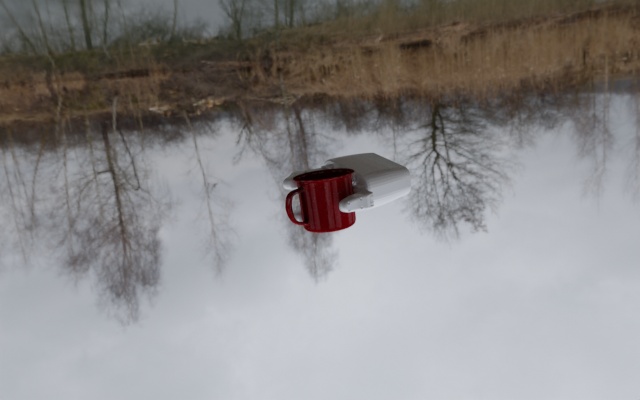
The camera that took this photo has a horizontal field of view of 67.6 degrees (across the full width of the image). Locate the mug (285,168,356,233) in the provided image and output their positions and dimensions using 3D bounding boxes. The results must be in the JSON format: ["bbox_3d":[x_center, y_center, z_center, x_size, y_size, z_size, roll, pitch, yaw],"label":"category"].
[{"bbox_3d":[-0.001,0.003,0.712,0.117,0.081,0.093,-16,14,-35],"label":"mug"}]
